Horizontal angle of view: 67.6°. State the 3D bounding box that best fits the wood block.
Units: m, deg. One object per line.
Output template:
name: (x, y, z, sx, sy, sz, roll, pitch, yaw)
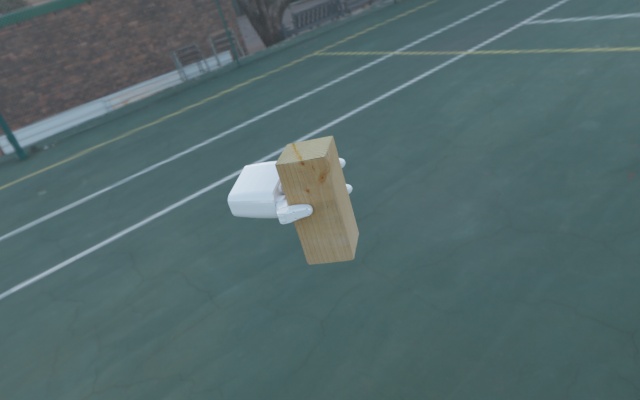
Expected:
wood block: (0.000, 0.003, 0.854, 0.090, 0.206, 0.090, -8, 28, 17)
